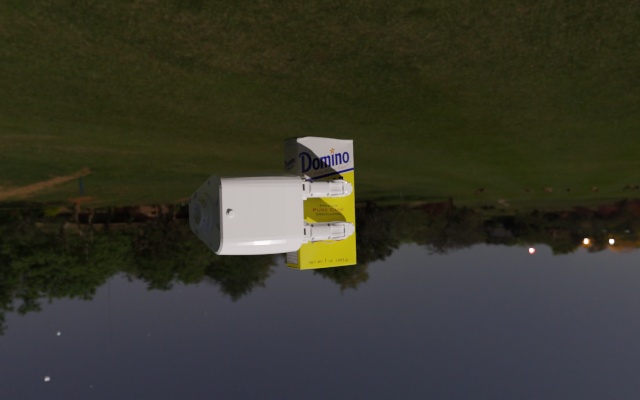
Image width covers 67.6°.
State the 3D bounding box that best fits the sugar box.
[{"bbox_3d":[0.000,0.002,0.659,0.093,0.176,0.048,-2,1,-31],"label":"sugar box"}]
